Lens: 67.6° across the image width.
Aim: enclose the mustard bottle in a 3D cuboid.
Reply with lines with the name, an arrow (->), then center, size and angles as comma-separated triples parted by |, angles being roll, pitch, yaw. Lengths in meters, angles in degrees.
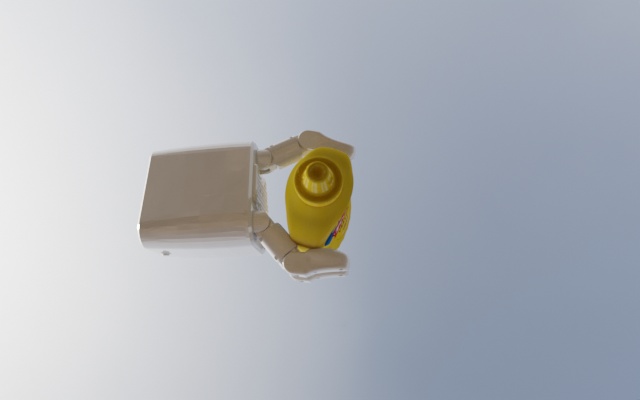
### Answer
mustard bottle -> 0.000, 0.002, 0.462 | 0.058, 0.096, 0.192 | 19, -13, 7
